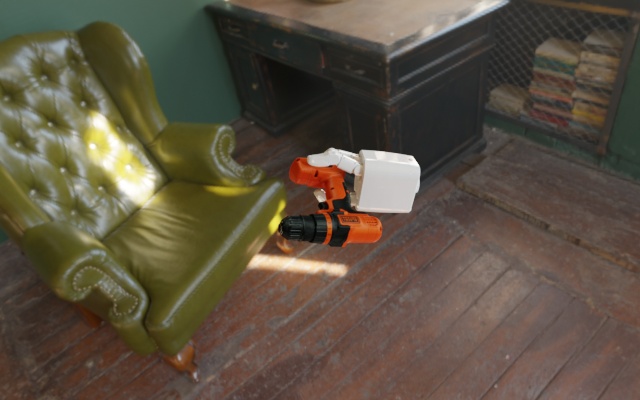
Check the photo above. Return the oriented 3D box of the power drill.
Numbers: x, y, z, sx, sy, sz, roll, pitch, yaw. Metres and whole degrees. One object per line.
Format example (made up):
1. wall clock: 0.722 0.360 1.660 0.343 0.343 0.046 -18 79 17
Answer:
1. power drill: 0.000 0.002 0.849 0.184 0.057 0.187 4 43 -24
